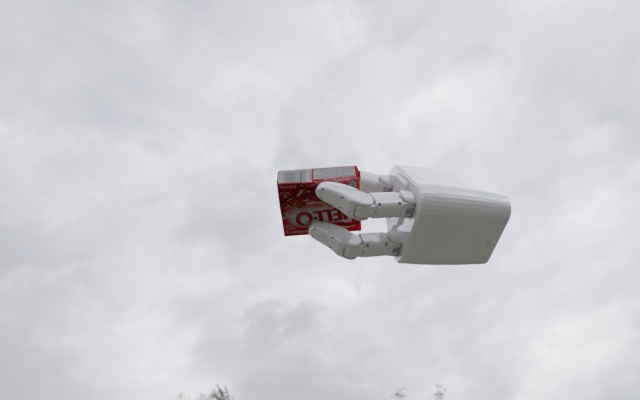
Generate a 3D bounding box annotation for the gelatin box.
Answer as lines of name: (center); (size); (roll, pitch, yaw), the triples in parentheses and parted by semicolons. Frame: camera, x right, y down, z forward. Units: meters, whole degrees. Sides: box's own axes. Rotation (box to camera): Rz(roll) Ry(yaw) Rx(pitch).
gelatin box: (0.000, 0.001, 0.525); (0.089, 0.073, 0.030); (-3, 37, 2)
